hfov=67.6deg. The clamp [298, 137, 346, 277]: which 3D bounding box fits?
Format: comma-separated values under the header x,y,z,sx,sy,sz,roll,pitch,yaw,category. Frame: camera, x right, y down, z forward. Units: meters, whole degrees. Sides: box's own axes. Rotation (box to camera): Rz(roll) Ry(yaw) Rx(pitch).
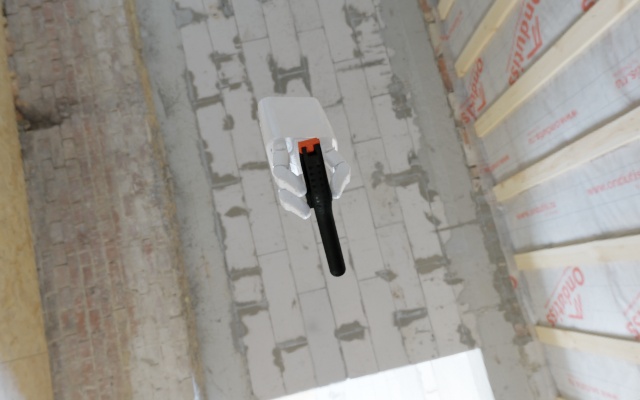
x,y,z,sx,sy,sz,roll,pitch,yaw,category
0.001,0.002,0.693,0.036,0.164,0.210,-16,-38,-6,clamp
